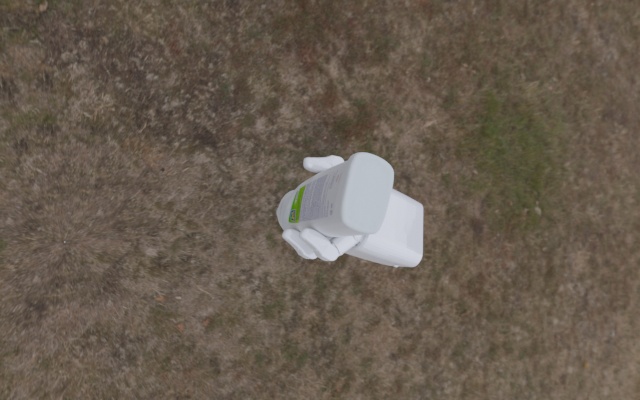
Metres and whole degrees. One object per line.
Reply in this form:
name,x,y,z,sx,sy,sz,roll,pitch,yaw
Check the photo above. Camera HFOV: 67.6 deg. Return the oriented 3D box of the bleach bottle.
bleach bottle,0.000,0.002,0.686,0.068,0.102,0.251,20,-14,-25
